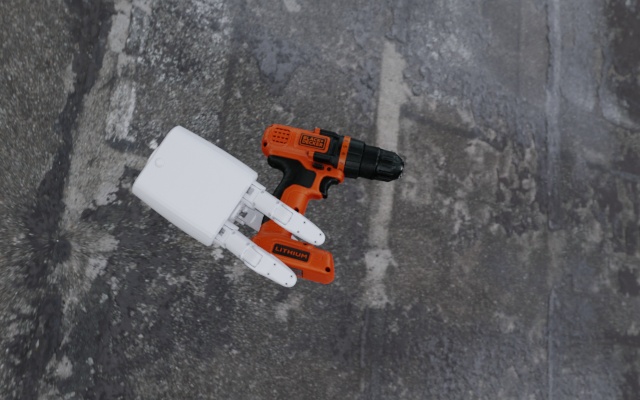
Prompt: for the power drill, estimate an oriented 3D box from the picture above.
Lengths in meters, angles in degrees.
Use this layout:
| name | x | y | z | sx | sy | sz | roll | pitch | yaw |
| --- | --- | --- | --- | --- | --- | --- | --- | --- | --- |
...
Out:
| name | x | y | z | sx | sy | sz | roll | pitch | yaw |
| --- | --- | --- | --- | --- | --- | --- | --- | --- | --- |
| power drill | 0.000 | 0.002 | 0.587 | 0.184 | 0.187 | 0.057 | 12 | -23 | 6 |
